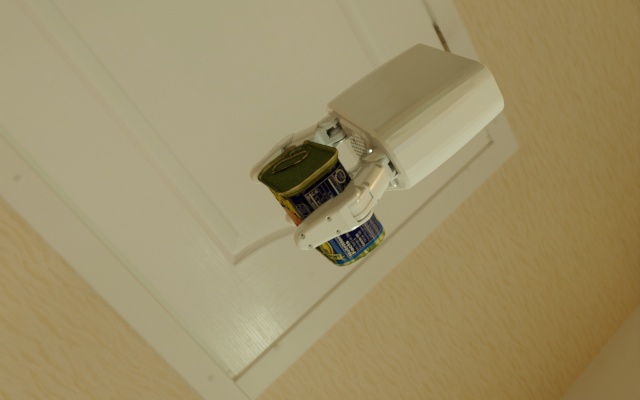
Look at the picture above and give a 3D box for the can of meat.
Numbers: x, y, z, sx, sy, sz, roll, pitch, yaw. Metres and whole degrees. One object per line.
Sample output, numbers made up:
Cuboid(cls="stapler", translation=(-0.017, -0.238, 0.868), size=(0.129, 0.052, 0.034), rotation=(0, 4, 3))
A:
Cuboid(cls="can of meat", translation=(0.000, 0.002, 0.407), size=(0.057, 0.084, 0.102), rotation=(-39, 22, -9))
